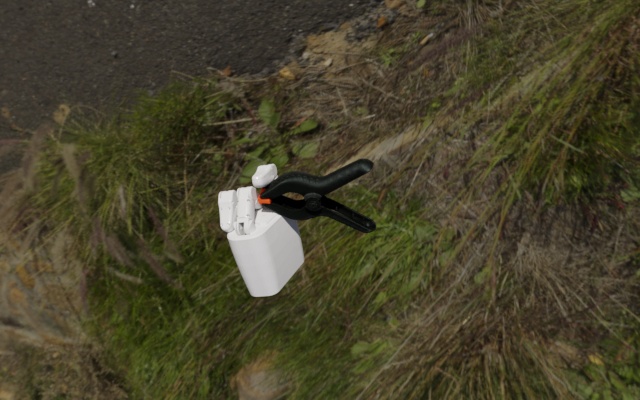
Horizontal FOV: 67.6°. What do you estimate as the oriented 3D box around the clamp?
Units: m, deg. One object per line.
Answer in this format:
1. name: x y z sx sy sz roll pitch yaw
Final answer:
1. clamp: 0.000 0.002 0.674 0.171 0.120 0.039 -5 30 18
